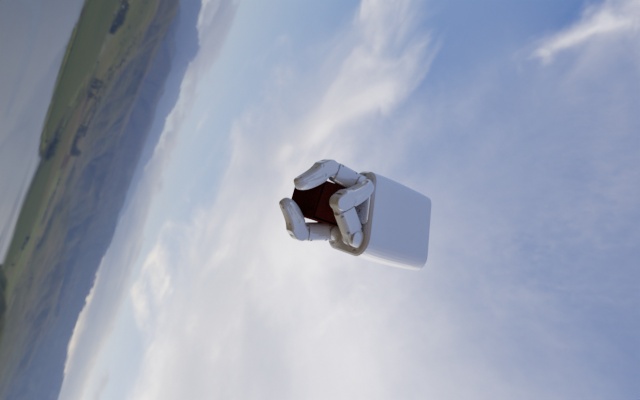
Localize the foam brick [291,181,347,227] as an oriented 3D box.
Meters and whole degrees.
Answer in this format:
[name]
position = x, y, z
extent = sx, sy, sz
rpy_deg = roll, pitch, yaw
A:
[foam brick]
position = 0.000, 0.002, 0.636
extent = 0.051, 0.053, 0.078
rpy_deg = 18, -3, -29
